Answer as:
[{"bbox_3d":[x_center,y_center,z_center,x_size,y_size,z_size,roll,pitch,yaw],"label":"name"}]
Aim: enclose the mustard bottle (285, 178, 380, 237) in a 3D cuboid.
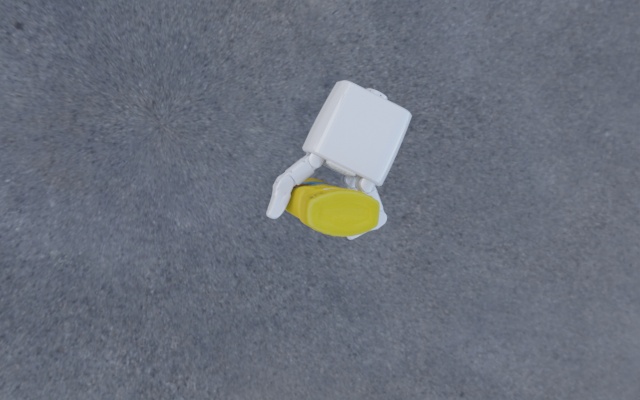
[{"bbox_3d":[0.000,0.003,0.654,0.096,0.058,0.191,0,8,-18],"label":"mustard bottle"}]
